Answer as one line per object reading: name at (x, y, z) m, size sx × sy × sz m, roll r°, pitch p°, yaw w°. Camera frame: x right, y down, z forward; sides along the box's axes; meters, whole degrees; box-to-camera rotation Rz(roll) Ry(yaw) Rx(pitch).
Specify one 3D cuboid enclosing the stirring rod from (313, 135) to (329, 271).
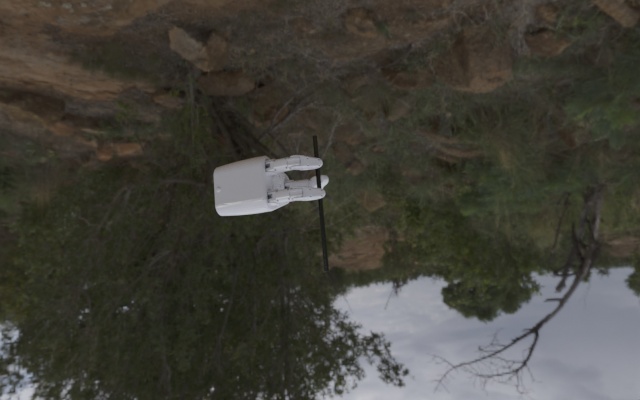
stirring rod at (0.000, 0.003, 0.839) m, size 0.011 × 0.239 × 0.011 m, roll -5°, pitch -9°, yaw -1°
